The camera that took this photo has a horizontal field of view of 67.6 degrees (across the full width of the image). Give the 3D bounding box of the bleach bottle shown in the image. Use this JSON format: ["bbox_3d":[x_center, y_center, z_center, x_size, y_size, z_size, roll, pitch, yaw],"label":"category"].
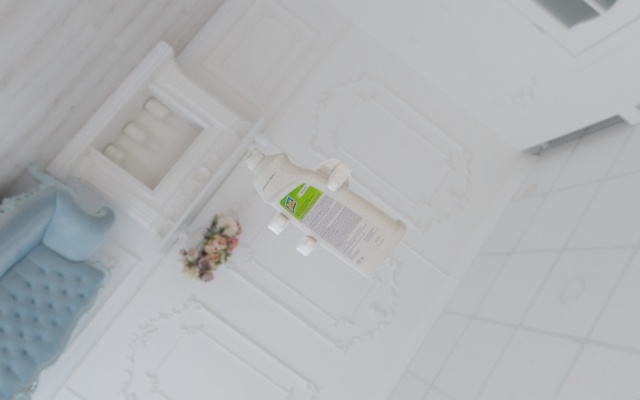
[{"bbox_3d":[0.000,0.002,0.712,0.251,0.102,0.068,37,11,-4],"label":"bleach bottle"}]
